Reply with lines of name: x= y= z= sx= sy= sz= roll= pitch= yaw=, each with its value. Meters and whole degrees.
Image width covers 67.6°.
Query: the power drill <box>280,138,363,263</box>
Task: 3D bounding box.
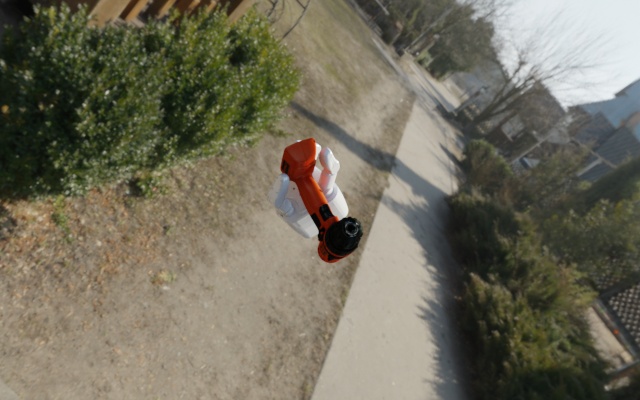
power drill: x=0.000 y=0.002 z=0.739 sx=0.057 sy=0.187 sz=0.184 roll=-20 pitch=-12 yaw=-15
